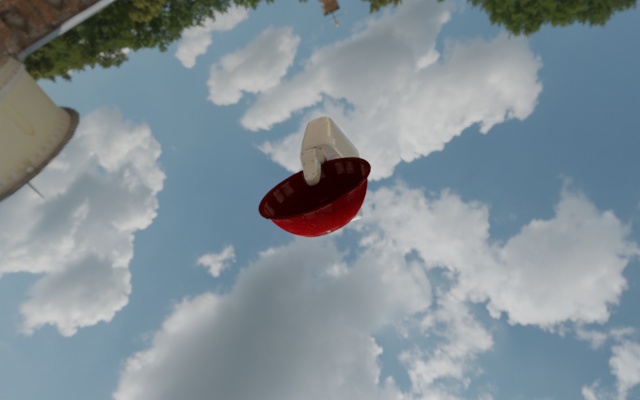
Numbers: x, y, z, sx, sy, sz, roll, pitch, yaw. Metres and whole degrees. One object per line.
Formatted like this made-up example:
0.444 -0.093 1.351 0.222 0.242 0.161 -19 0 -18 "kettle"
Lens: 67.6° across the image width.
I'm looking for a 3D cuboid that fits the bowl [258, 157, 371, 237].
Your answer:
0.000 0.003 0.648 0.162 0.055 0.162 -20 22 8 "bowl"
